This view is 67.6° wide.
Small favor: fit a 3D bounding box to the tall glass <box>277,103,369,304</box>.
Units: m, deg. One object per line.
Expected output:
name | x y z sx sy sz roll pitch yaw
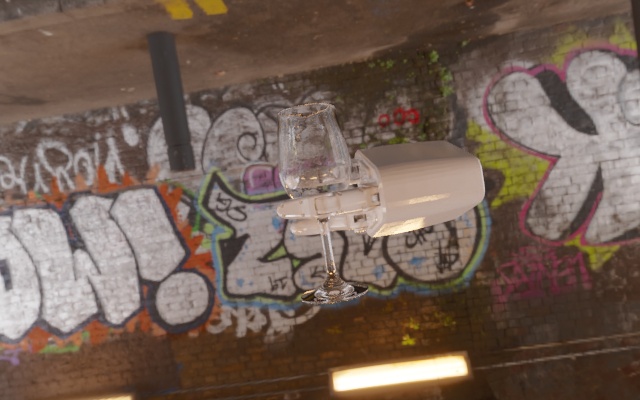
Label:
tall glass | 0.000 0.002 0.509 0.079 0.201 0.079 -9 3 0
